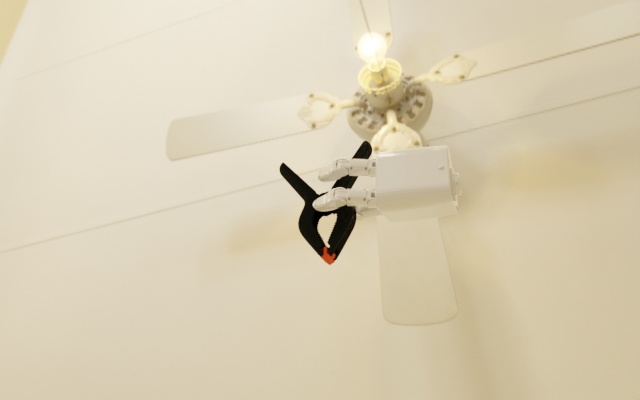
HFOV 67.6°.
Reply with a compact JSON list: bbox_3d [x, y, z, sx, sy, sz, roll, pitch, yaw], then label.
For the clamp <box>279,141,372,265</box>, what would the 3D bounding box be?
[{"bbox_3d":[0.001,0.003,0.763,0.164,0.209,0.036,-8,-33,21],"label":"clamp"}]
